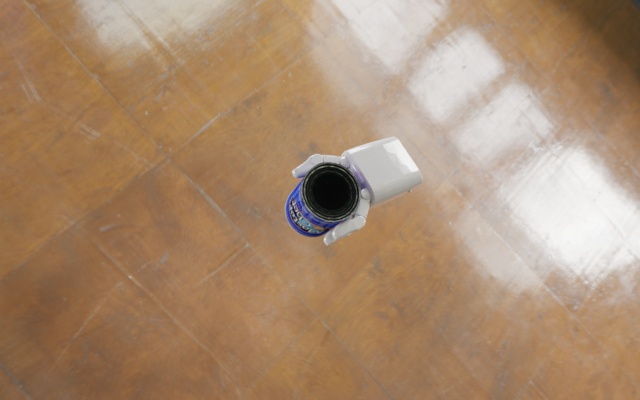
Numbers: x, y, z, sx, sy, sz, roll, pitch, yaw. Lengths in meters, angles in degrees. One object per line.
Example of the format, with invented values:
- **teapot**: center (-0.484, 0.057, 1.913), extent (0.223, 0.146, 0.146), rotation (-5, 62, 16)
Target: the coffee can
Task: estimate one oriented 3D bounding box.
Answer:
- **coffee can**: center (0.000, 0.003, 0.840), extent (0.103, 0.102, 0.140), rotation (0, -14, -15)
